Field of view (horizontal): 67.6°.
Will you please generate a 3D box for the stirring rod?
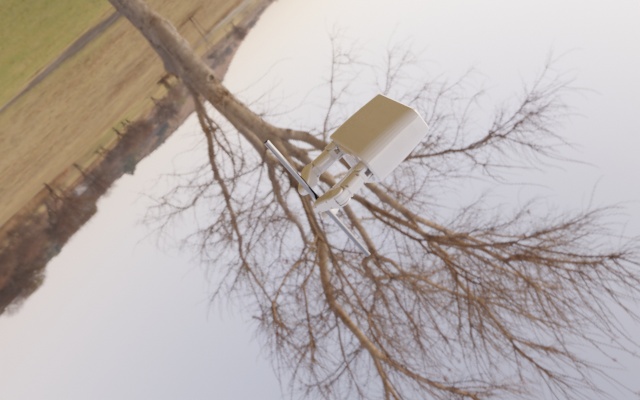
[{"bbox_3d":[0.000,0.002,0.698,0.240,0.011,0.011,48,-23,-23],"label":"stirring rod"}]
